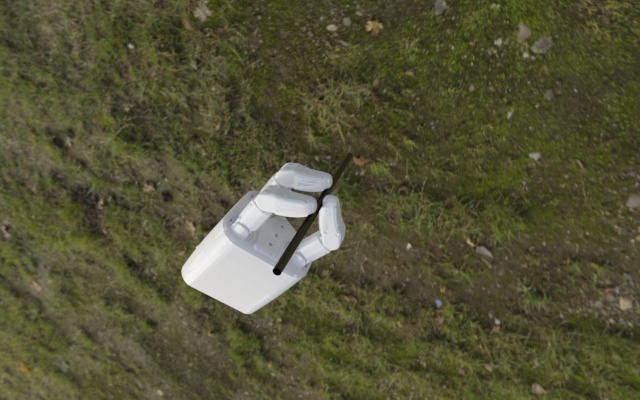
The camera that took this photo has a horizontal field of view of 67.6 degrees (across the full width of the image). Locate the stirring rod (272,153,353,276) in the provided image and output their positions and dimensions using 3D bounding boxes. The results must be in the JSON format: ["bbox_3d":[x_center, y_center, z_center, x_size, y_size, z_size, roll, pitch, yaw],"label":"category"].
[{"bbox_3d":[0.000,0.002,0.493,0.011,0.011,0.239,0,28,20],"label":"stirring rod"}]
